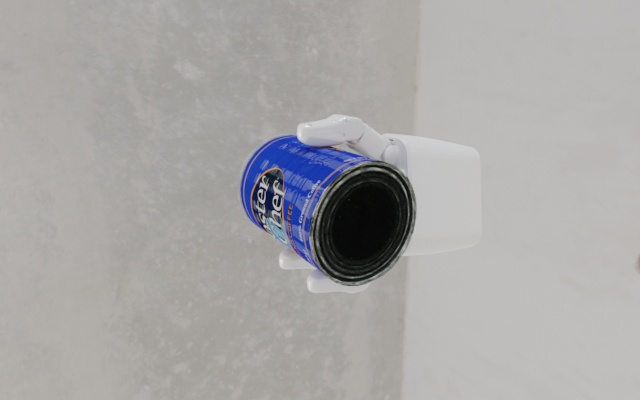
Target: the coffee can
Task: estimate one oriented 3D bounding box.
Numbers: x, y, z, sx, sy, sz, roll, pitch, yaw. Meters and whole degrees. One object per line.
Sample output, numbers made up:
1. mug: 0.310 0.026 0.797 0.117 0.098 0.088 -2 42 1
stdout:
1. coffee can: 0.000 0.001 0.427 0.103 0.103 0.140 0 15 -33
